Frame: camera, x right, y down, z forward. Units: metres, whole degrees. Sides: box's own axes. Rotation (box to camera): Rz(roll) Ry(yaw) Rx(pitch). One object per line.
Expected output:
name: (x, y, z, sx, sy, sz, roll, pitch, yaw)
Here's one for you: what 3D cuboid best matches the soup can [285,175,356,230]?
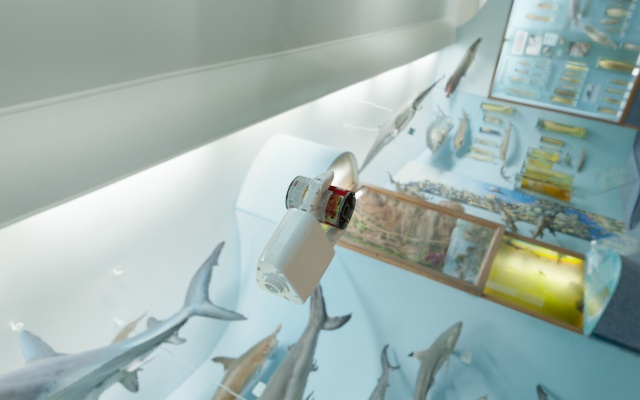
soup can: (0.000, 0.002, 0.806, 0.102, 0.068, 0.068, 18, 7, 22)
